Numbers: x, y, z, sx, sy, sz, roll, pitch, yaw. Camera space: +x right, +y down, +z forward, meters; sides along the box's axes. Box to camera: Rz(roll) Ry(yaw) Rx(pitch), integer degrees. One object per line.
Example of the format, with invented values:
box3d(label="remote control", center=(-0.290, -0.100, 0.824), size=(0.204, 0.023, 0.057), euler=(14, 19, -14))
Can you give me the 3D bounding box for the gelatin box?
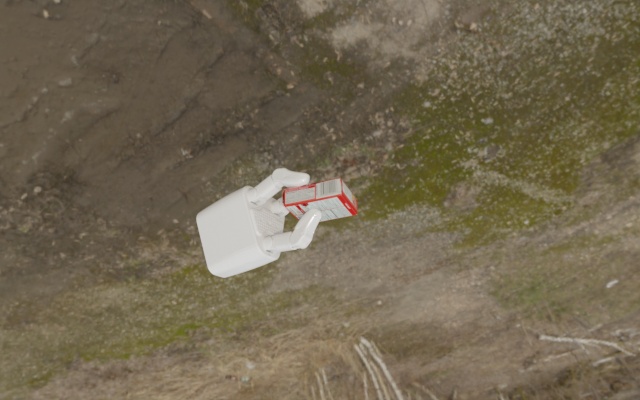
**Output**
box3d(label="gelatin box", center=(0.000, 0.003, 0.683), size=(0.089, 0.030, 0.073), euler=(-11, -28, 18))
